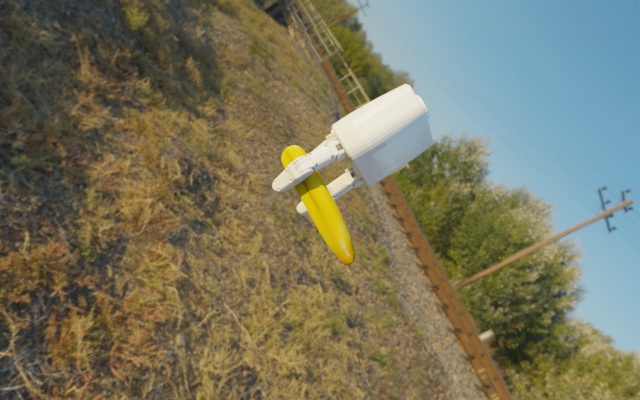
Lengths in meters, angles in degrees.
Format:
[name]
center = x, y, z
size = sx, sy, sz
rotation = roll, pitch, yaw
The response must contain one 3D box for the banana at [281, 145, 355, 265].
[banana]
center = -0.007, -0.008, 0.617
size = 0.037, 0.197, 0.070
rotation = -31, -31, 2
